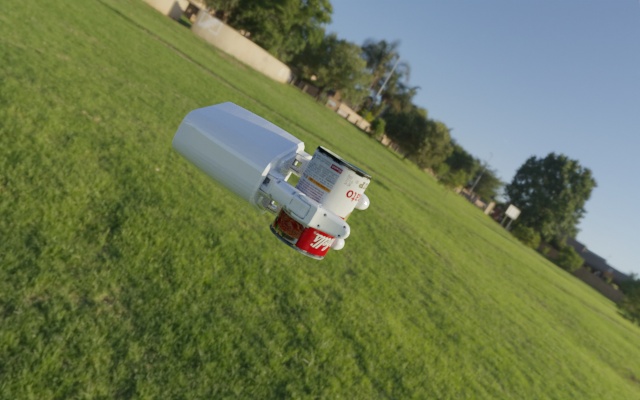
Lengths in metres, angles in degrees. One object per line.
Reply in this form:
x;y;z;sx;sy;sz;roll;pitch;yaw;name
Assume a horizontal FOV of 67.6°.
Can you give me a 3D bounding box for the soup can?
0.001;0.002;0.509;0.068;0.102;0.068;31;8;-5;soup can
